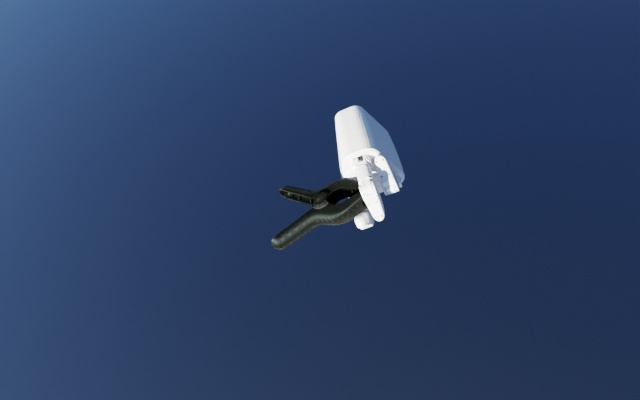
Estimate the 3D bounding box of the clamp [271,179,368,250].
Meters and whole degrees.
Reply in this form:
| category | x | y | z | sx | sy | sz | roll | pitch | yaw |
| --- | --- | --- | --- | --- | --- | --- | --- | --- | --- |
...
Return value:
| category | x | y | z | sx | sy | sz | roll | pitch | yaw |
| --- | --- | --- | --- | --- | --- | --- | --- | --- | --- |
| clamp | 0.000 | 0.002 | 0.736 | 0.171 | 0.120 | 0.039 | -20 | -40 | 13 |
